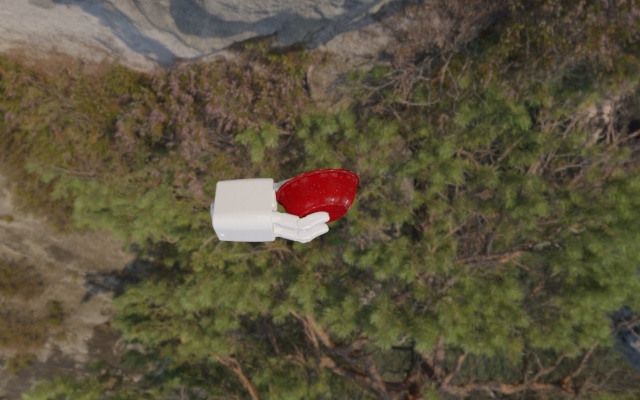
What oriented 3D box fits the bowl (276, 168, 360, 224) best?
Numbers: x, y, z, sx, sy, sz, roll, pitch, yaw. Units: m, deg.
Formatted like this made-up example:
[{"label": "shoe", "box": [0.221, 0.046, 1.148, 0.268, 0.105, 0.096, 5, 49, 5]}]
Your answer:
[{"label": "bowl", "box": [0.002, 0.003, 0.887, 0.162, 0.055, 0.162, -11, -24, -5]}]
